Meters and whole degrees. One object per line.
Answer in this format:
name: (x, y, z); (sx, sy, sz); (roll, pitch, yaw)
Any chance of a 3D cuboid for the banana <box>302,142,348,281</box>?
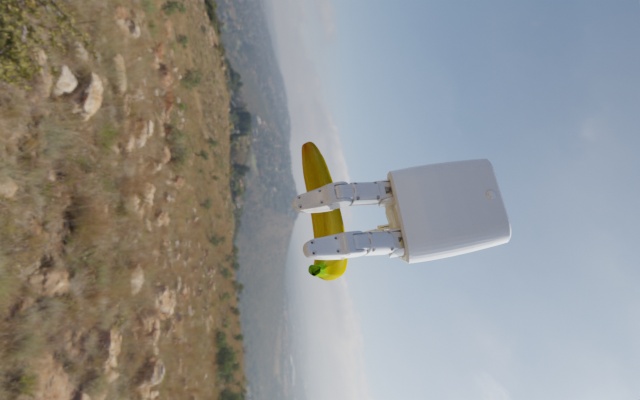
banana: (0.004, 0.017, 0.535); (0.037, 0.197, 0.070); (-13, -45, 5)
